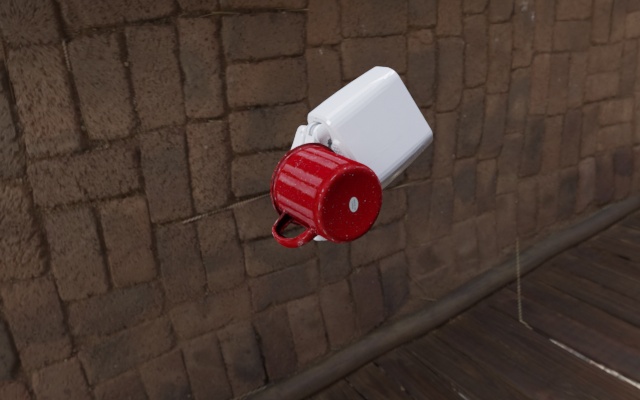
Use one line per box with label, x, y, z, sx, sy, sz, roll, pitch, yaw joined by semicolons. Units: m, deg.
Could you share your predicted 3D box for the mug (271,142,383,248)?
mug;-0.001;0.003;0.483;0.117;0.093;0.081;-44;34;-14
